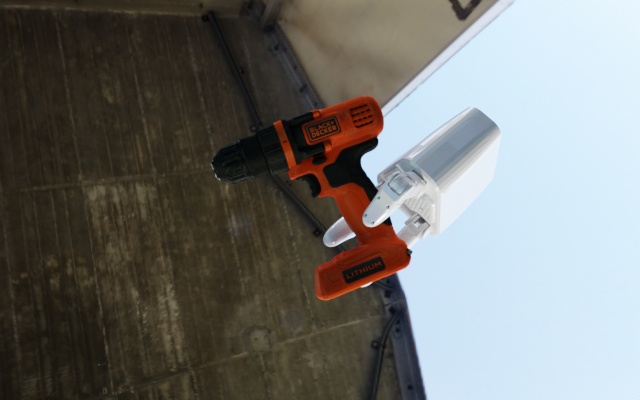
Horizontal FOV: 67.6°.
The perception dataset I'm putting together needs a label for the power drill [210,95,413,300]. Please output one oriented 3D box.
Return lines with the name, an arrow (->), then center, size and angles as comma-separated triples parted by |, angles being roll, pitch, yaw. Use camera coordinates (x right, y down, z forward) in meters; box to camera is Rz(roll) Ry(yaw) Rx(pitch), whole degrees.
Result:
power drill -> 0.000, 0.002, 0.493 | 0.184, 0.187, 0.057 | -20, 1, -2
